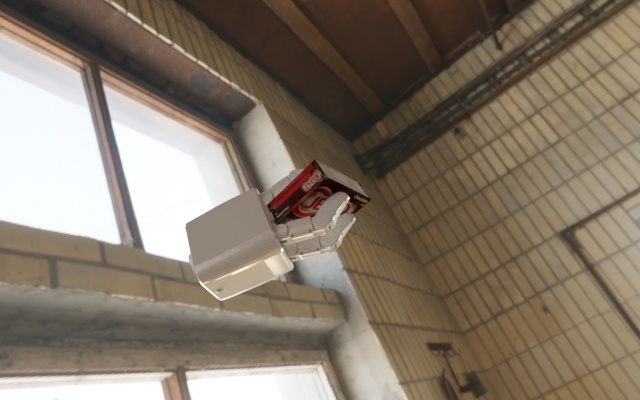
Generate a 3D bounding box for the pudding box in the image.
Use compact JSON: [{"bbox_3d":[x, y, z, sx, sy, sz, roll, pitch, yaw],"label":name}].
[{"bbox_3d":[0.000,0.002,0.624,0.090,0.039,0.113,-41,-32,19],"label":"pudding box"}]
